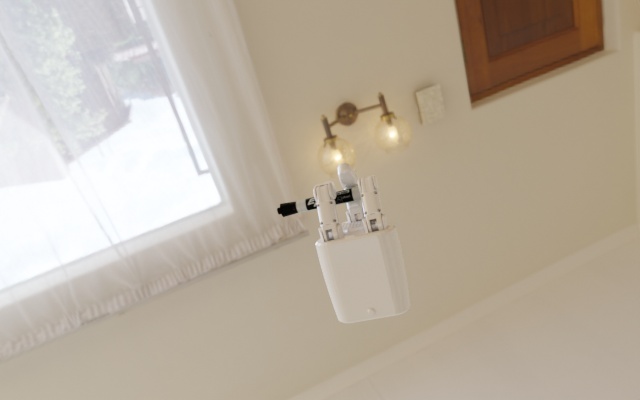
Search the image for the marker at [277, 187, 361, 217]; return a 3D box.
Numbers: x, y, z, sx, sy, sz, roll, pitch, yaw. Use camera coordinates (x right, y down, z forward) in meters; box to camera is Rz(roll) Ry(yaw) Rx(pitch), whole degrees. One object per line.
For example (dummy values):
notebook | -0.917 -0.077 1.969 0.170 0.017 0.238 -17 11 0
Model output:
marker | 0.000 0.002 0.634 0.121 0.020 0.020 -12 -3 12
